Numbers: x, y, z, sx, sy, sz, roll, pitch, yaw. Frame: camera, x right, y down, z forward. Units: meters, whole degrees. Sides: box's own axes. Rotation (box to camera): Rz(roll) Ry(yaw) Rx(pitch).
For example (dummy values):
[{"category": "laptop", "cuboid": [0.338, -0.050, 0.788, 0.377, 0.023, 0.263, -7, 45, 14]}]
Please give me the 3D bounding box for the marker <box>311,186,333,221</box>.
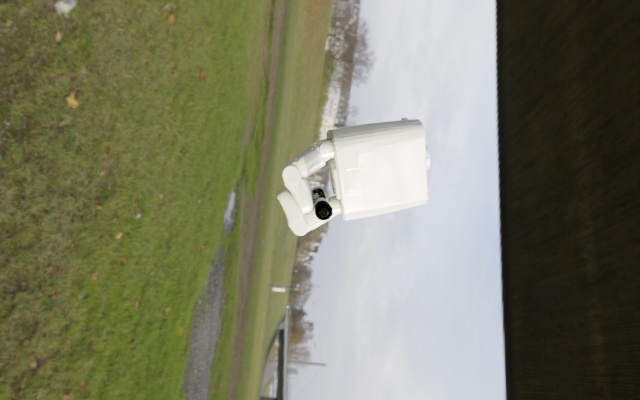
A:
[{"category": "marker", "cuboid": [0.000, 0.002, 0.546, 0.020, 0.020, 0.121, 0, 10, -4]}]
